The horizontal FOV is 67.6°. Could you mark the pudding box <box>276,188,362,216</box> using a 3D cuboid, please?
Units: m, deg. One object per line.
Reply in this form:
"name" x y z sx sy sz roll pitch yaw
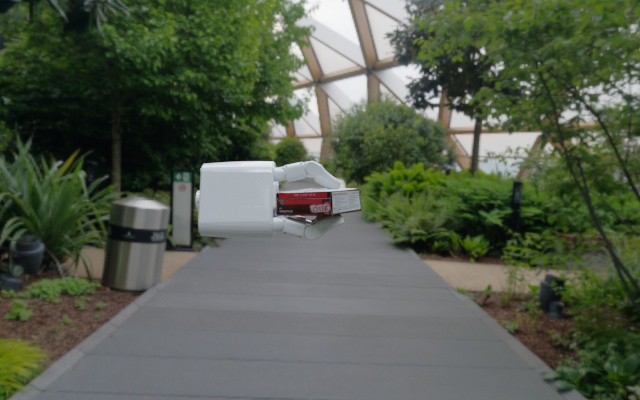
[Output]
"pudding box" 0.000 0.002 0.709 0.090 0.039 0.113 0 5 27
